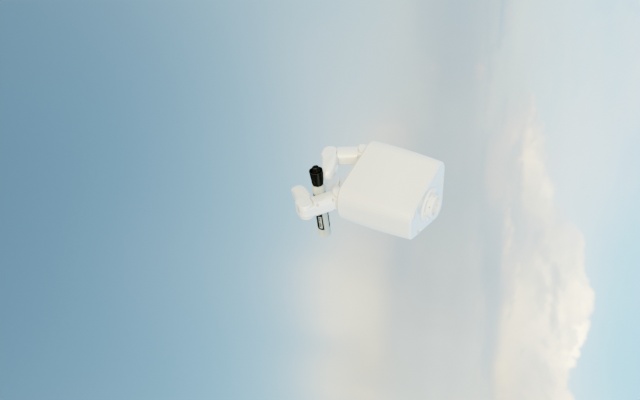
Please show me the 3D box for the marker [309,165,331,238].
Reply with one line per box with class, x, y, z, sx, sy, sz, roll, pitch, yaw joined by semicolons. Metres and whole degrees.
marker;0.000;0.002;0.661;0.020;0.121;0.020;-5;40;4
